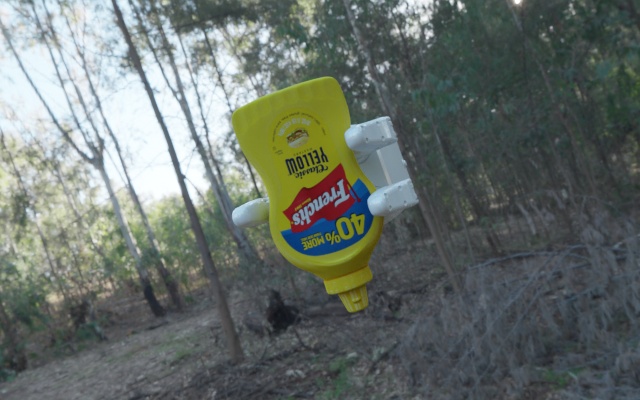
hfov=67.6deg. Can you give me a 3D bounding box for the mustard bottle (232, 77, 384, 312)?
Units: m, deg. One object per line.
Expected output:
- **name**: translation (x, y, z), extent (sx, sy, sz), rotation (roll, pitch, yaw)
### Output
- **mustard bottle**: translation (0.000, 0.001, 0.404), extent (0.096, 0.191, 0.058), rotation (-20, 0, -1)
